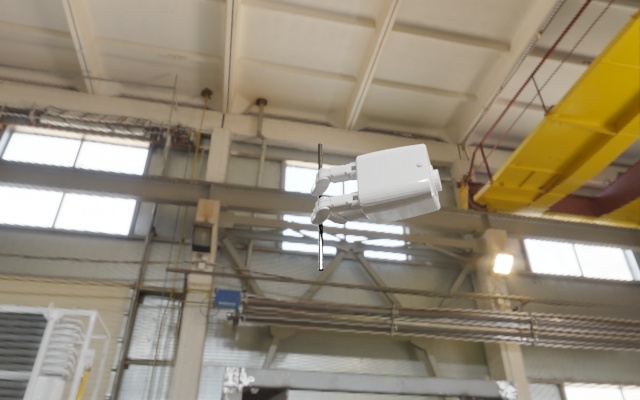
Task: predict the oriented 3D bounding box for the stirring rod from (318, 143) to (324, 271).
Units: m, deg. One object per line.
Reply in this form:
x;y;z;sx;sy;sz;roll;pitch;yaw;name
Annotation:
0.000;0.003;0.776;0.011;0.239;0.011;0;-33;0;stirring rod
